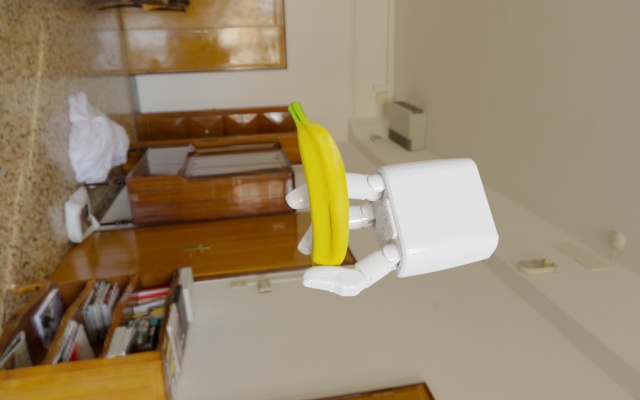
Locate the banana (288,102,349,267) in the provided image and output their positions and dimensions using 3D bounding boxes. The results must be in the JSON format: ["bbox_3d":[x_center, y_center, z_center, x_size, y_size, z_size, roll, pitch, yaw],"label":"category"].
[{"bbox_3d":[0.005,0.008,0.456,0.037,0.198,0.069,-12,33,-10],"label":"banana"}]
